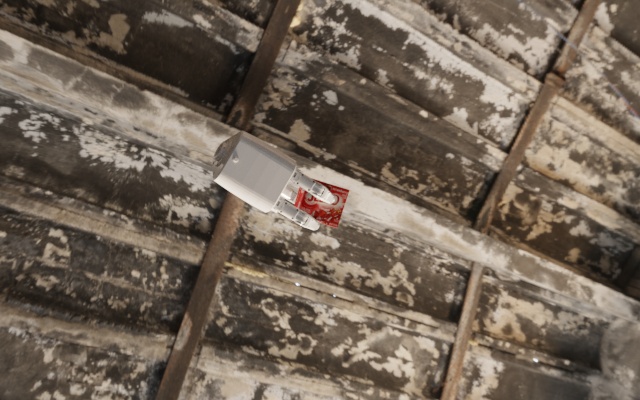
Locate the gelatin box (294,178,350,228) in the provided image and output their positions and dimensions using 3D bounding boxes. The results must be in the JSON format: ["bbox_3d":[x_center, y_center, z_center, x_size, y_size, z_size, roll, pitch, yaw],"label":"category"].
[{"bbox_3d":[0.000,0.003,0.856,0.089,0.073,0.030,17,2,-29],"label":"gelatin box"}]
